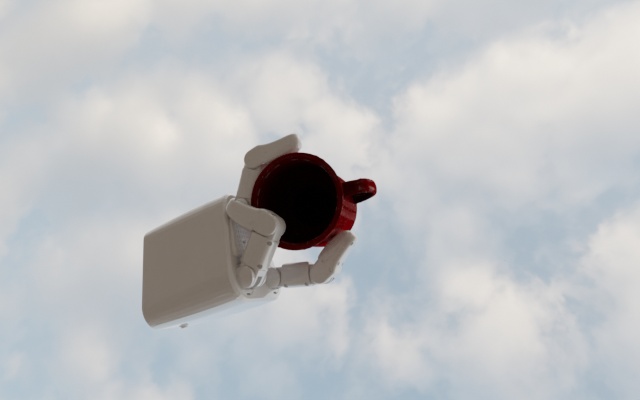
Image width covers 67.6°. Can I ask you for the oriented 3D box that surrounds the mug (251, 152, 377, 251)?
[{"bbox_3d":[0.001,0.001,0.479,0.117,0.093,0.081,-19,-13,16],"label":"mug"}]
